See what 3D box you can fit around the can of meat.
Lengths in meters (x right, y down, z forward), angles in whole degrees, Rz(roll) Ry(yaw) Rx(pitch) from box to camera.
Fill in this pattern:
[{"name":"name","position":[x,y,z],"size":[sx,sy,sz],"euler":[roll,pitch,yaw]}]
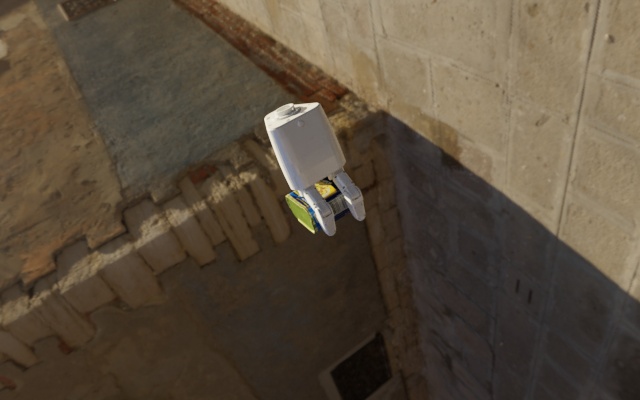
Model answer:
[{"name":"can of meat","position":[0.000,0.003,0.801],"size":[0.084,0.057,0.102],"euler":[-30,29,-15]}]
